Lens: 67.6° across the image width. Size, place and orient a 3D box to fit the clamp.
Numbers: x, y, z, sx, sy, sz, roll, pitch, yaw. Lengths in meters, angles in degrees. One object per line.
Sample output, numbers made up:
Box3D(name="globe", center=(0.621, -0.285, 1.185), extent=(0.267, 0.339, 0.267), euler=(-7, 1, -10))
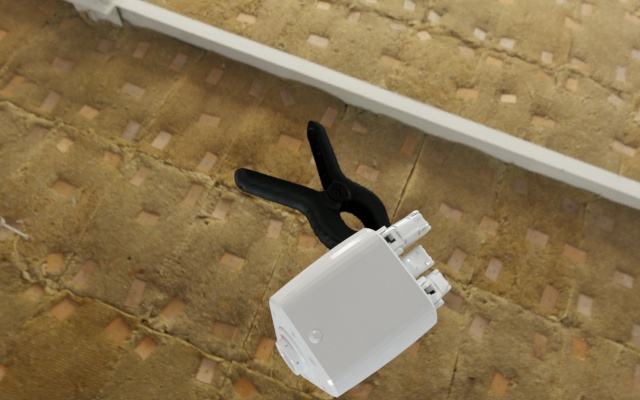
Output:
Box3D(name="clamp", center=(0.000, 0.002, 0.473), extent=(0.120, 0.171, 0.039), euler=(-32, -20, -24))
